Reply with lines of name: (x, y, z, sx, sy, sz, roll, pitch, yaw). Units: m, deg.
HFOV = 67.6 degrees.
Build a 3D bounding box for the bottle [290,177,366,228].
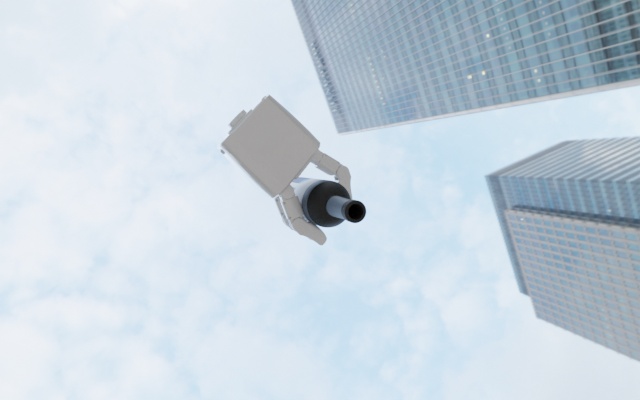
bottle: (0.000, 0.002, 0.703, 0.069, 0.069, 0.295, 0, 4, -16)
